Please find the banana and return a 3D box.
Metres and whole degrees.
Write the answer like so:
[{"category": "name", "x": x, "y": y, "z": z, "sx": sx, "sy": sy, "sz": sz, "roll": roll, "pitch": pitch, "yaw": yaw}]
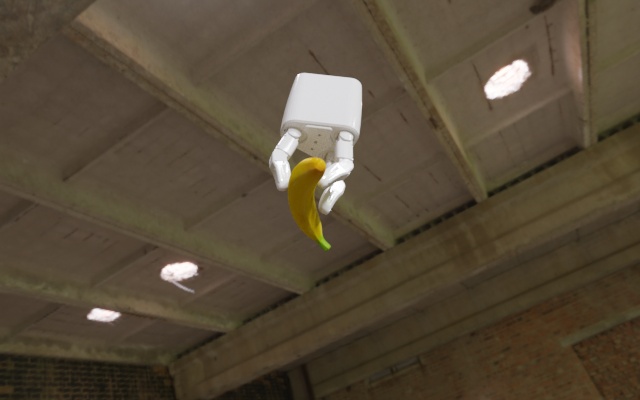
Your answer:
[{"category": "banana", "x": -0.016, "y": -0.003, "z": 0.656, "sx": 0.069, "sy": 0.037, "sz": 0.198, "roll": 25, "pitch": -30, "yaw": 21}]
